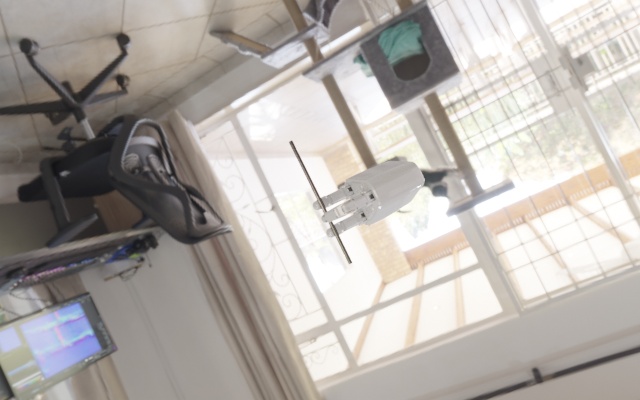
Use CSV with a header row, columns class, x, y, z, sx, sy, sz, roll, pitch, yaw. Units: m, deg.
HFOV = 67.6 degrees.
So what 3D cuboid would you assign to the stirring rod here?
class,x,y,z,sx,sy,sz,roll,pitch,yaw
stirring rod,0.000,0.003,0.840,0.011,0.239,0.011,-26,-2,-1
